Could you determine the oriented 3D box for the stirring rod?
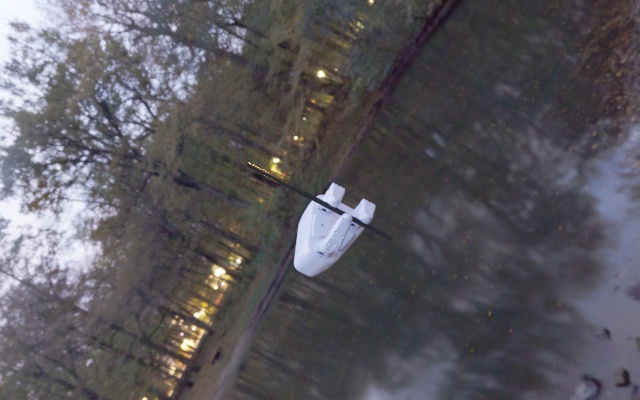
[{"bbox_3d":[0.000,0.002,0.705,0.239,0.011,0.011,28,-3,-5],"label":"stirring rod"}]
